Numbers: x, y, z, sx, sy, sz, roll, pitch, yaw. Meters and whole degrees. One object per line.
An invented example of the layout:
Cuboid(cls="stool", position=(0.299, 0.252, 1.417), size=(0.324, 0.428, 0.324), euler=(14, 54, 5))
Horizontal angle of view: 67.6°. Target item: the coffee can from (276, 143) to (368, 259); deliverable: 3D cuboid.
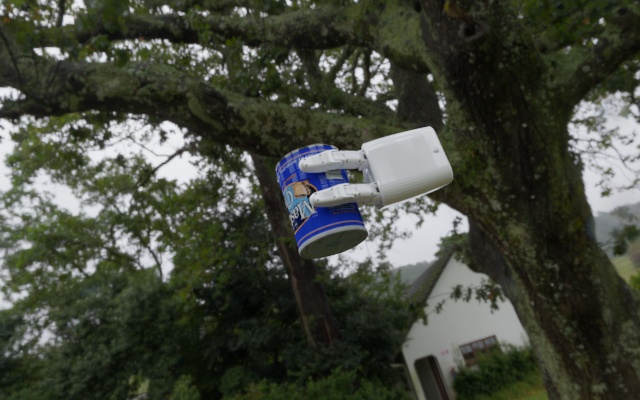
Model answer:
Cuboid(cls="coffee can", position=(0.000, 0.003, 0.706), size=(0.103, 0.140, 0.103), euler=(-15, -22, -6))
